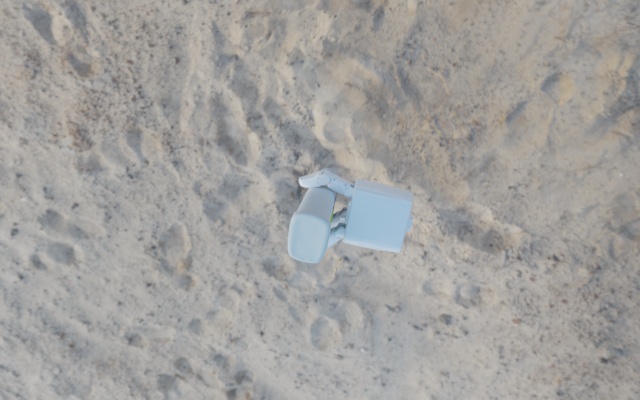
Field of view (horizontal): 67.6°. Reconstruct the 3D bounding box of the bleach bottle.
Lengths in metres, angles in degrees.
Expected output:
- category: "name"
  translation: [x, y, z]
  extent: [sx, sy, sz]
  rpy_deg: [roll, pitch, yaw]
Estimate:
- category: "bleach bottle"
  translation: [0.000, 0.003, 0.888]
  extent: [0.068, 0.103, 0.250]
  rpy_deg: [13, 33, 4]
